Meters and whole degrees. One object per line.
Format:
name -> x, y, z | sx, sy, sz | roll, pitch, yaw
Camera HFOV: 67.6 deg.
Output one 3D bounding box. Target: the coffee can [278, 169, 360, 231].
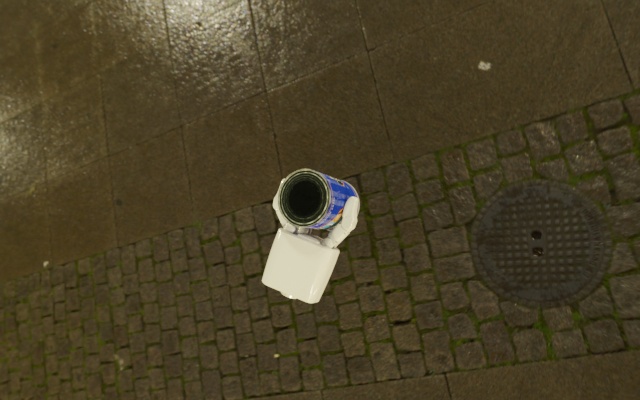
coffee can -> 0.000, 0.003, 0.879 | 0.103, 0.103, 0.140 | 0, -6, 25
